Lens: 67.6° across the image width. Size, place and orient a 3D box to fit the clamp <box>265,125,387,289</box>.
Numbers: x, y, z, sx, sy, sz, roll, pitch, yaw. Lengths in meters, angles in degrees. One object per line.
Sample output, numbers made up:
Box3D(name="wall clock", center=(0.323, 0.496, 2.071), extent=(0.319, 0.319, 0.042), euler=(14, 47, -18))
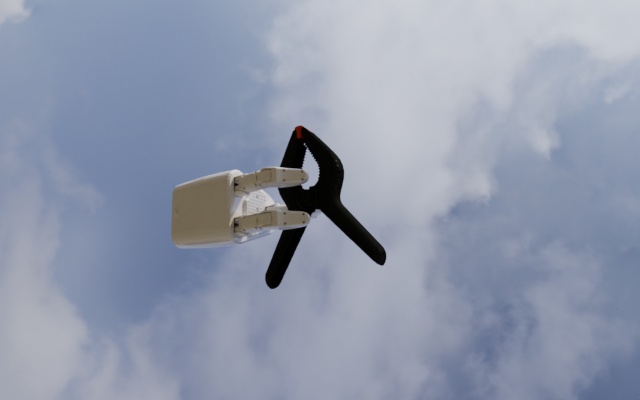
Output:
Box3D(name="clamp", center=(0.000, 0.002, 0.608), extent=(0.164, 0.210, 0.036), euler=(-9, -15, 25))
